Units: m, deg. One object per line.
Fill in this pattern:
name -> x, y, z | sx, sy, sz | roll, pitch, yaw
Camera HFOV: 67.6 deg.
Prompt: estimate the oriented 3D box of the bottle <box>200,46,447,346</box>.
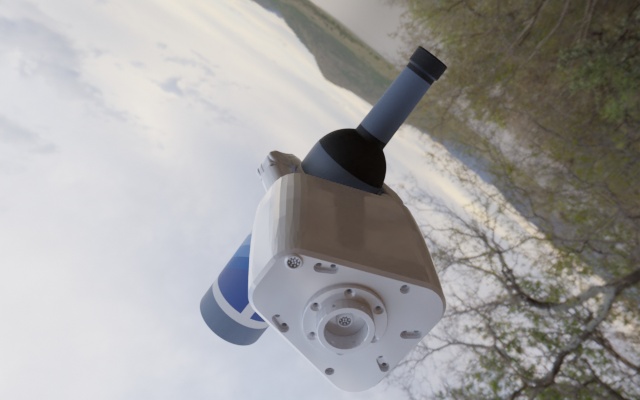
bottle -> 0.000, 0.001, 0.408 | 0.069, 0.296, 0.069 | 33, 19, -13
